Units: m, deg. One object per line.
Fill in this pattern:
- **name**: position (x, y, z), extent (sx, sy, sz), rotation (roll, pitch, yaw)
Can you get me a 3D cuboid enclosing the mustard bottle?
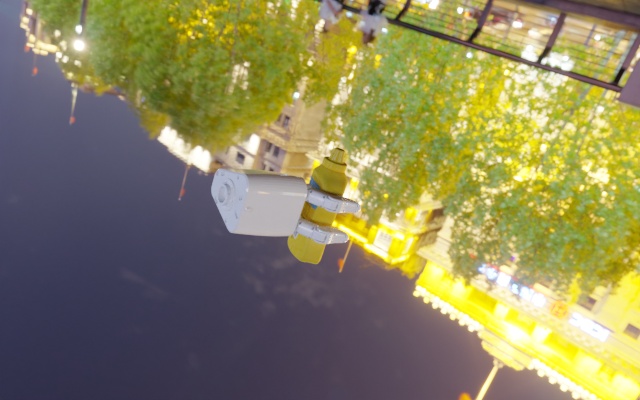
- **mustard bottle**: position (0.000, 0.003, 0.801), extent (0.058, 0.192, 0.096), rotation (14, 19, -18)
